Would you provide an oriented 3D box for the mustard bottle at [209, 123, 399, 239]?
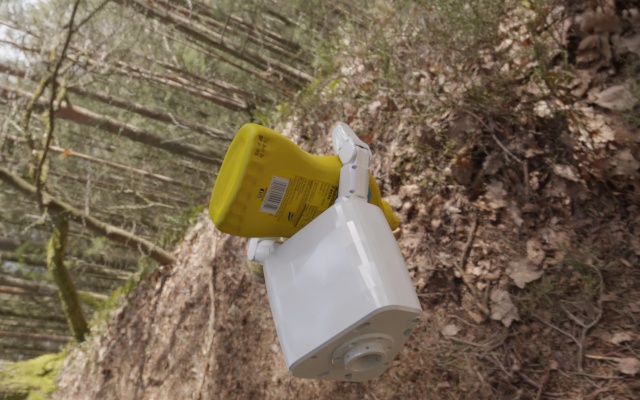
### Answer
[{"bbox_3d":[0.000,0.001,0.453,0.192,0.096,0.058,16,12,-31],"label":"mustard bottle"}]
